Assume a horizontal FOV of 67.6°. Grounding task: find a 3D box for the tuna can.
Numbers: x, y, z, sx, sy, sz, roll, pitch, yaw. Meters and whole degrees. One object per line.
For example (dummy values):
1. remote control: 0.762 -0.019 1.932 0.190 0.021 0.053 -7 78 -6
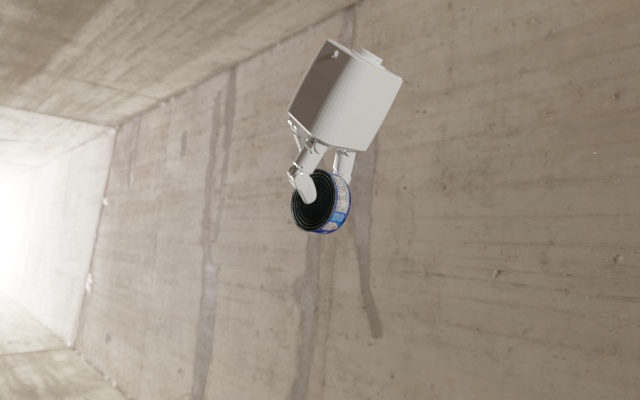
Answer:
1. tuna can: 0.000 0.002 0.648 0.034 0.086 0.086 14 -10 -43
